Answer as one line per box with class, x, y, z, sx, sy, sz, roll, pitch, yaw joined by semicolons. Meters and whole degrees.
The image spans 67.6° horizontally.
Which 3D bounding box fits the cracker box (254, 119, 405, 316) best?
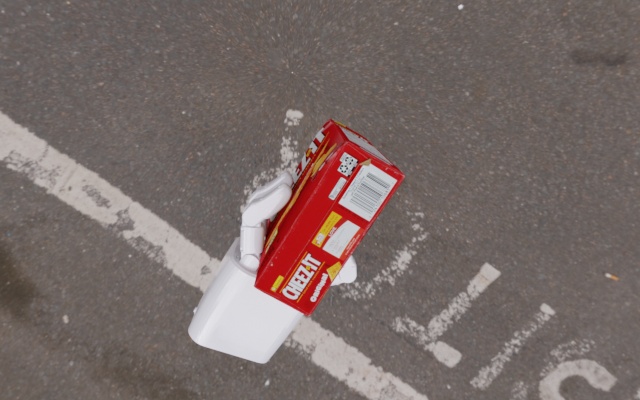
cracker box;0.000;0.002;0.530;0.072;0.164;0.213;31;11;-11
